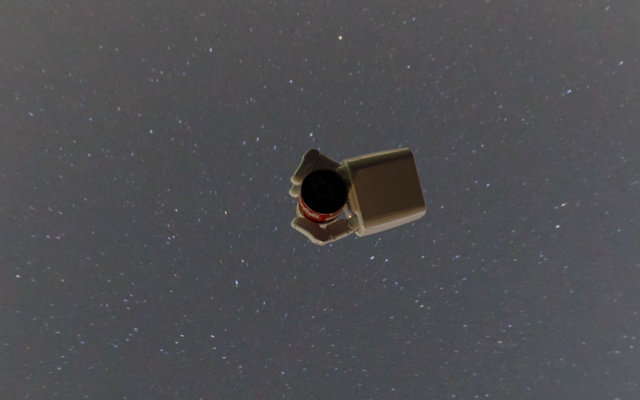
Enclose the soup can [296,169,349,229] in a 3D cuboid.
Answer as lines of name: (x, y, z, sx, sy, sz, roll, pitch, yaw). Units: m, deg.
soup can: (0.000, 0.003, 0.711, 0.068, 0.068, 0.102, 0, -18, -7)
